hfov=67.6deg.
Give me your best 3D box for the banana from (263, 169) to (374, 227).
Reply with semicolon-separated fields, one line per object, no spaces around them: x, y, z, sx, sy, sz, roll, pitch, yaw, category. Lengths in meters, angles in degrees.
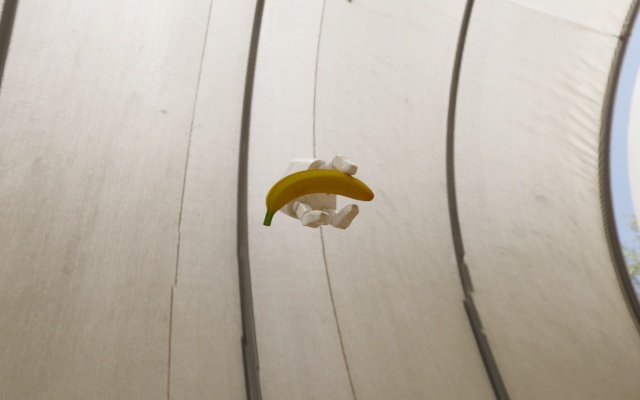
-0.005;-0.015;0.735;0.198;0.069;0.037;-13;11;-26;banana
